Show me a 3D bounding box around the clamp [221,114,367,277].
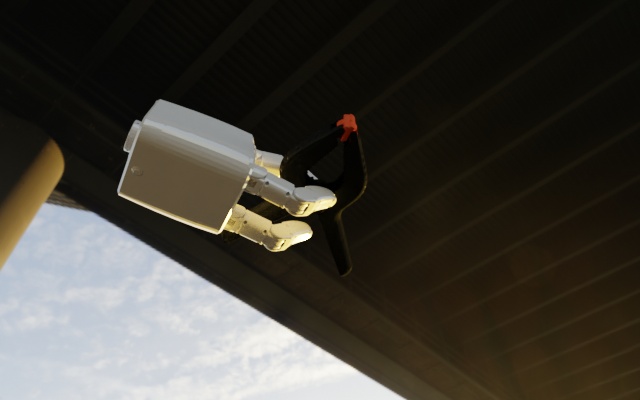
[{"bbox_3d":[0.000,0.001,0.532,0.164,0.210,0.036,23,35,-17],"label":"clamp"}]
